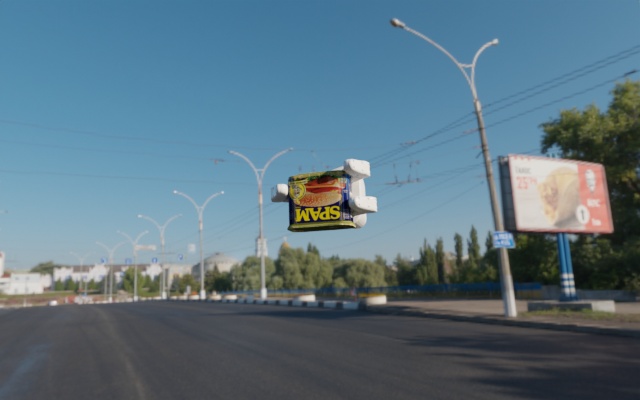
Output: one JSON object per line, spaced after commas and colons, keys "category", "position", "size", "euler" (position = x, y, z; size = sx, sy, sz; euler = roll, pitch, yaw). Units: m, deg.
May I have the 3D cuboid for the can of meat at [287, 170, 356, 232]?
{"category": "can of meat", "position": [0.000, 0.002, 0.734], "size": [0.102, 0.084, 0.057], "euler": [-5, -11, 13]}
